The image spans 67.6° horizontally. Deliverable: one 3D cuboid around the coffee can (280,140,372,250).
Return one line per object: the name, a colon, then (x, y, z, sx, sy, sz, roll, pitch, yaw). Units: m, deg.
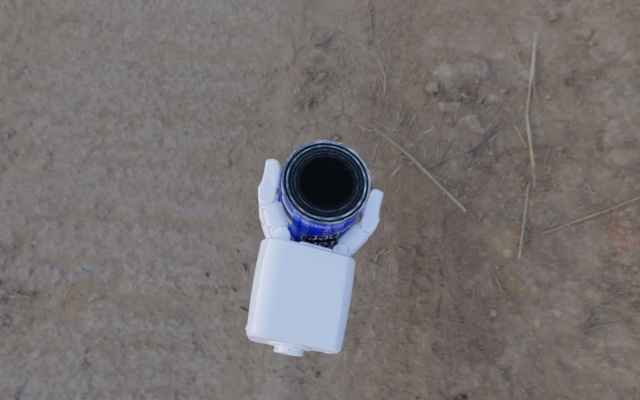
coffee can: (0.000, 0.002, 0.597, 0.103, 0.102, 0.140, 0, -20, -6)
